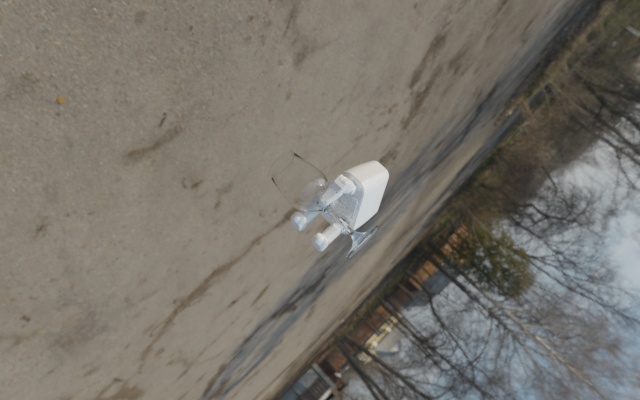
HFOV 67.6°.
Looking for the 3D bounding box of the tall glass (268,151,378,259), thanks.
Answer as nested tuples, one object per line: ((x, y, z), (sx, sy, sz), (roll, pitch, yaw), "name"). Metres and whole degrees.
((0.001, 0.003, 0.813), (0.201, 0.079, 0.079), (44, 13, 14), "tall glass")
